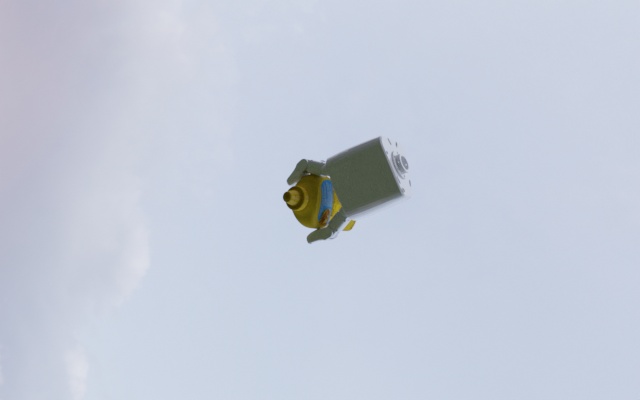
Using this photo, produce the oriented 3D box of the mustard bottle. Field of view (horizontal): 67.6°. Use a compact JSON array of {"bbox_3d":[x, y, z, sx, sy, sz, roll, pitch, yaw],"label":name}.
[{"bbox_3d":[0.000,0.003,0.843,0.058,0.096,0.191,7,-1,34],"label":"mustard bottle"}]
